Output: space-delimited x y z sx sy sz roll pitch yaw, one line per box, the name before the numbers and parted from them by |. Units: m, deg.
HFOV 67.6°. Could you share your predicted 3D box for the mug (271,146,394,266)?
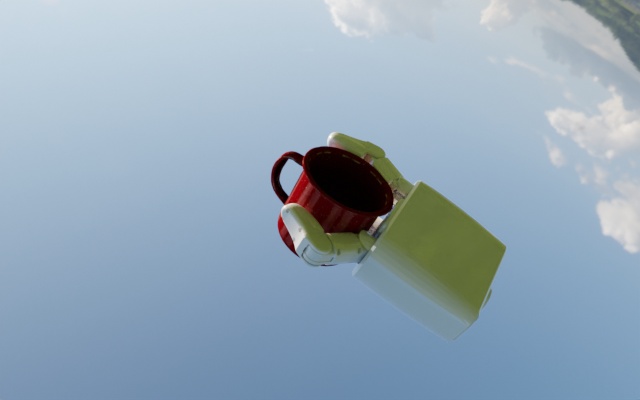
mug | -0.001 0.001 0.458 0.117 0.081 0.093 37 35 7
